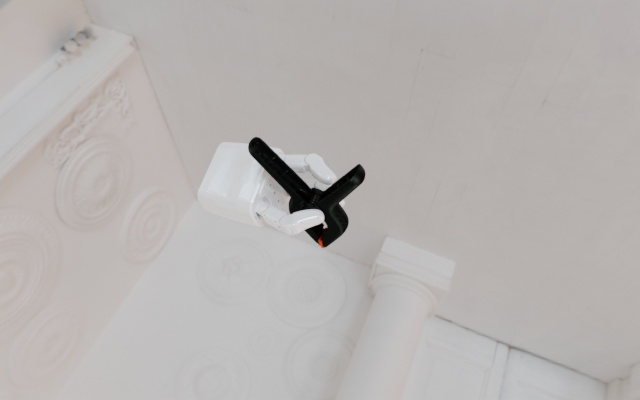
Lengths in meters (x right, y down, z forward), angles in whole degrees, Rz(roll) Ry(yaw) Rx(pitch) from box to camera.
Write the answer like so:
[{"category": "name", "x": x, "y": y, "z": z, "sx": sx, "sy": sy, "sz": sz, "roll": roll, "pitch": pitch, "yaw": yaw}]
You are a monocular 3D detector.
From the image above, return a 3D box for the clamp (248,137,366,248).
[{"category": "clamp", "x": 0.000, "y": 0.003, "z": 0.666, "sx": 0.164, "sy": 0.036, "sz": 0.210, "roll": 14, "pitch": -34, "yaw": 28}]
